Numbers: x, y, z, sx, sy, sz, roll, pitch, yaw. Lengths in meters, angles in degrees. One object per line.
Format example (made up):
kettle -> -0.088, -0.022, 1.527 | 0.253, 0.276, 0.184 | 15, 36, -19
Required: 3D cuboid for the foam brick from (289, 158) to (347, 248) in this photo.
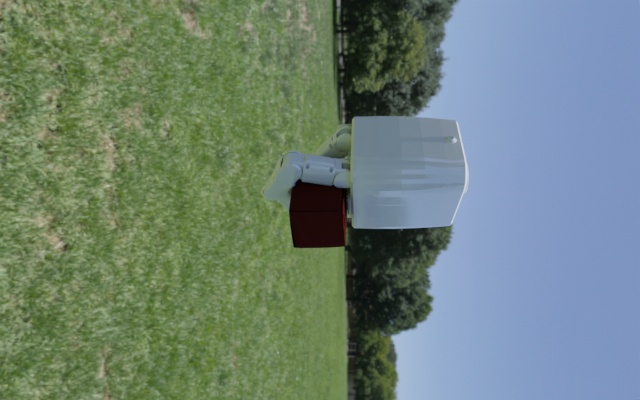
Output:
foam brick -> 0.000, 0.002, 0.473 | 0.051, 0.078, 0.053 | 1, -44, 5
